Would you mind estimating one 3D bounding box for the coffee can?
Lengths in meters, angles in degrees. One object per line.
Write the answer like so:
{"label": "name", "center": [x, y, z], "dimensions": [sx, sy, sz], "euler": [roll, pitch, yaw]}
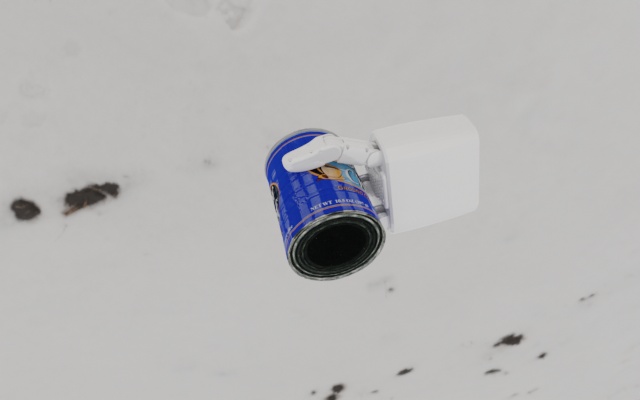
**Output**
{"label": "coffee can", "center": [0.000, 0.002, 0.525], "dimensions": [0.103, 0.103, 0.140], "euler": [0, 42, -19]}
